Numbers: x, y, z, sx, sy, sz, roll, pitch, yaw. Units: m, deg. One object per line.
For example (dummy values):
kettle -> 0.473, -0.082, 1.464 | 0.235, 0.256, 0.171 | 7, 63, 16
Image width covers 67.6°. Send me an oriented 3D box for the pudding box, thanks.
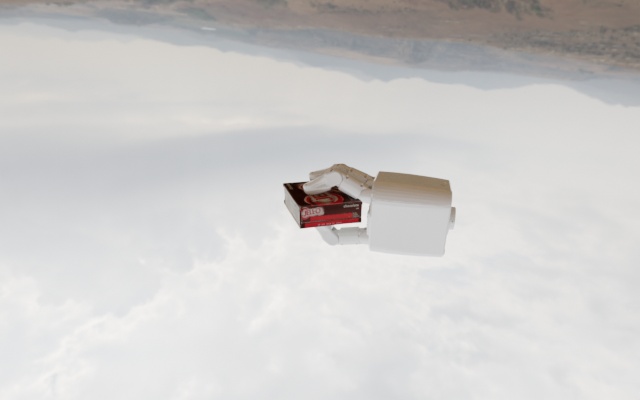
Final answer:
pudding box -> 0.000, 0.002, 0.691 | 0.090, 0.039, 0.113 | -4, 17, -16
